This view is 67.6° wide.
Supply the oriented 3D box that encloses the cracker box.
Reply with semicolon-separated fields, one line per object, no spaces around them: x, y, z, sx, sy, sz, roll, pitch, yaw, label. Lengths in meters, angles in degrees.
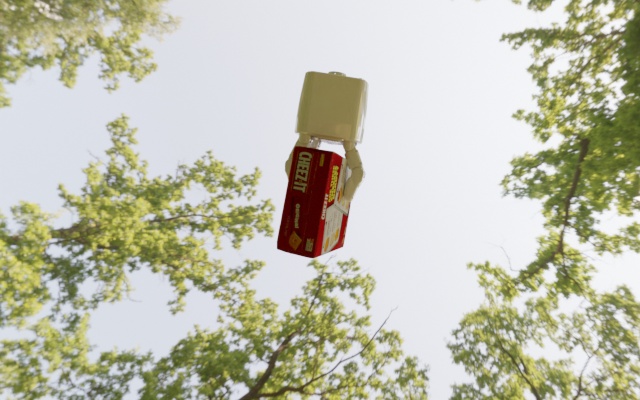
0.000;0.003;0.813;0.072;0.164;0.214;10;2;15;cracker box
